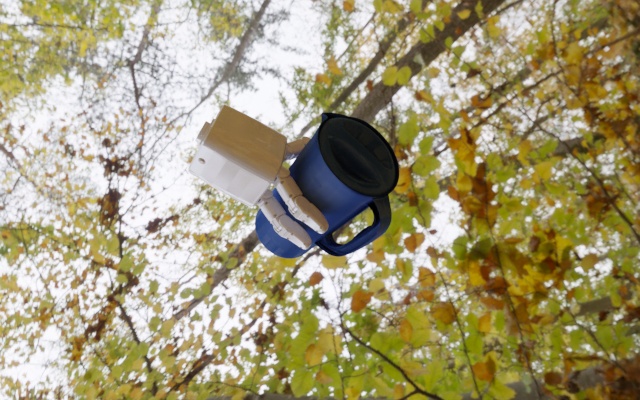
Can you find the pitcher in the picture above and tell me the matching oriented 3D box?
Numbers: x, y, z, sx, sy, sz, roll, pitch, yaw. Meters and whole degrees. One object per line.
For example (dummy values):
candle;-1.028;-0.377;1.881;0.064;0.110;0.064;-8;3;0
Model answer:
pitcher;0.000;0.002;0.716;0.145;0.149;0.243;28;-42;-16
